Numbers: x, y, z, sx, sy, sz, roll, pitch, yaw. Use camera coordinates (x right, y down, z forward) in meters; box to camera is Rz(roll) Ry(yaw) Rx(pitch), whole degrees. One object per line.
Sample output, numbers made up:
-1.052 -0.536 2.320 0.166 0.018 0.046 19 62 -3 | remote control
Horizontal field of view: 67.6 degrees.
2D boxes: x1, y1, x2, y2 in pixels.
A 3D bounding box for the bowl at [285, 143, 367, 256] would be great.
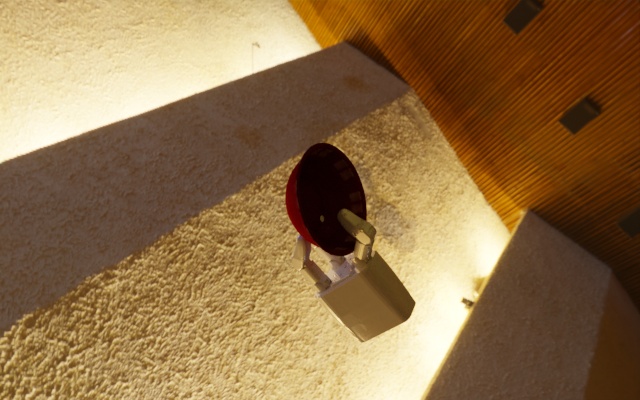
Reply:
-0.001 0.001 0.682 0.055 0.162 0.162 -13 -8 37 | bowl
